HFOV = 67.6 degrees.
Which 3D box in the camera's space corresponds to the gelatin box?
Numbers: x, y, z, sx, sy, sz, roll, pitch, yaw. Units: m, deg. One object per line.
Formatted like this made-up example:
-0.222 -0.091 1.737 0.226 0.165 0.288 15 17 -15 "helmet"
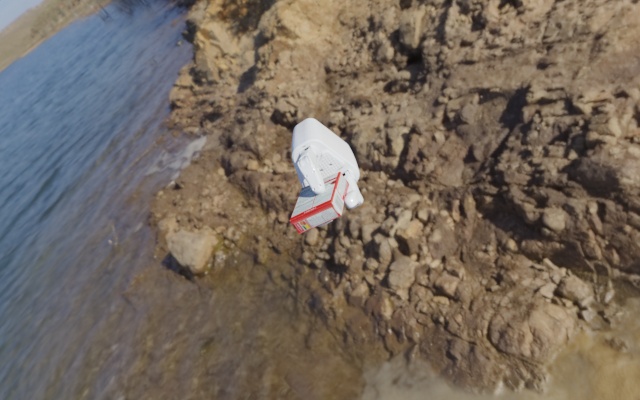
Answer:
0.000 0.002 0.701 0.073 0.030 0.089 -24 25 25 "gelatin box"
